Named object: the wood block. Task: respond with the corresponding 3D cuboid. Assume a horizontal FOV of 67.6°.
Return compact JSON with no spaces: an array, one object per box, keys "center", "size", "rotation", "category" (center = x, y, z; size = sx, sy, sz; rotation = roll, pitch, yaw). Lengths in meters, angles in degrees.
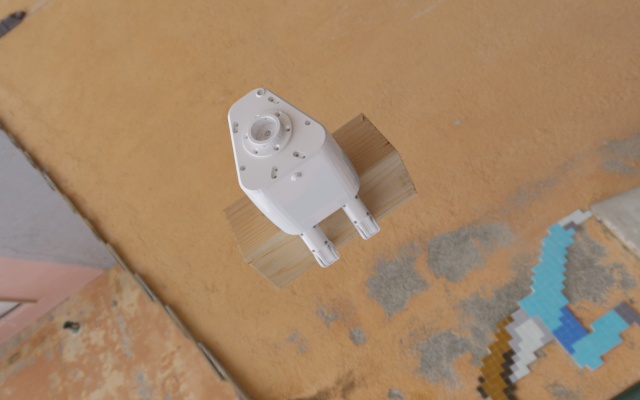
[{"center":[0.000,0.002,0.580],"size":[0.206,0.090,0.090],"rotation":[-35,-42,2],"category":"wood block"}]
